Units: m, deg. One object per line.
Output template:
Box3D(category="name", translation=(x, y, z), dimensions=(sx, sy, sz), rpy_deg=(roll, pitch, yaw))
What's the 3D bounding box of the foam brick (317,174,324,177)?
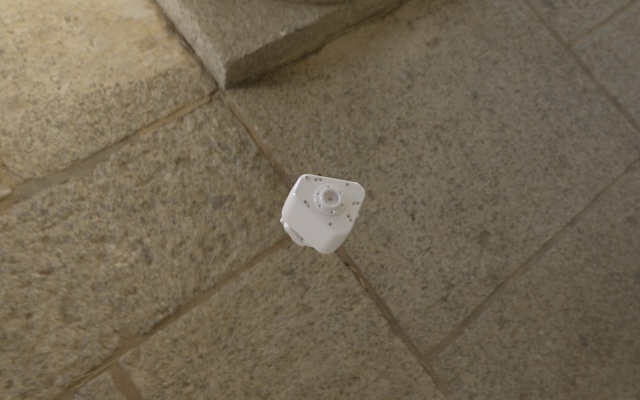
Box3D(category="foam brick", translation=(0.000, 0.003, 0.854), dimensions=(0.053, 0.078, 0.051), rpy_deg=(25, -23, -2))
